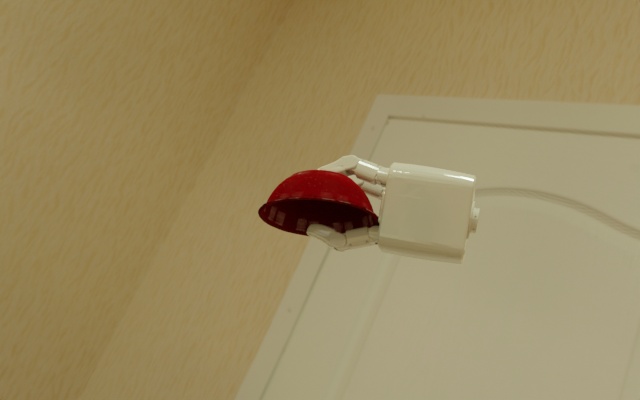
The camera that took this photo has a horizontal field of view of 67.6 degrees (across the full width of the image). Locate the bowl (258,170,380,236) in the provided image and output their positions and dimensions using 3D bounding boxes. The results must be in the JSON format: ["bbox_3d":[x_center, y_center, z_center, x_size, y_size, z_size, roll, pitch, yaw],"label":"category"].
[{"bbox_3d":[-0.001,0.002,0.640,0.162,0.055,0.162,4,-20,1],"label":"bowl"}]
